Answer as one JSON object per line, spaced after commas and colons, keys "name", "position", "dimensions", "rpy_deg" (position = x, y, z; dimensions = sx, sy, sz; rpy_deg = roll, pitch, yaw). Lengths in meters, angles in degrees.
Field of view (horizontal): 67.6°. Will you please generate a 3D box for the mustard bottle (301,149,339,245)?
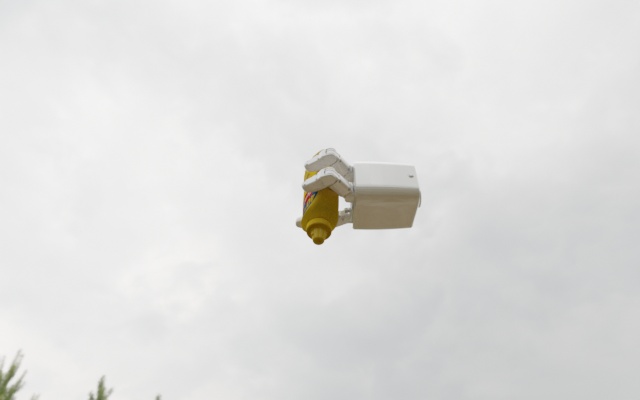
{"name": "mustard bottle", "position": [0.000, 0.002, 0.809], "dimensions": [0.058, 0.096, 0.191], "rpy_deg": [20, 38, -14]}
